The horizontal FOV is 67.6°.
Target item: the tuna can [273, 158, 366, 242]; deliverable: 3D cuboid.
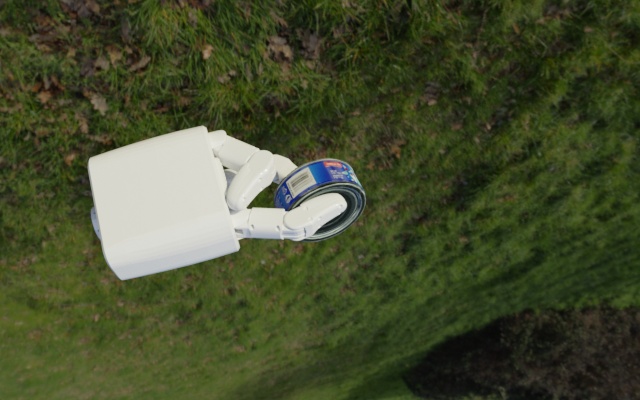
[{"bbox_3d":[0.000,0.002,0.464,0.086,0.033,0.086,-16,-38,-13],"label":"tuna can"}]
